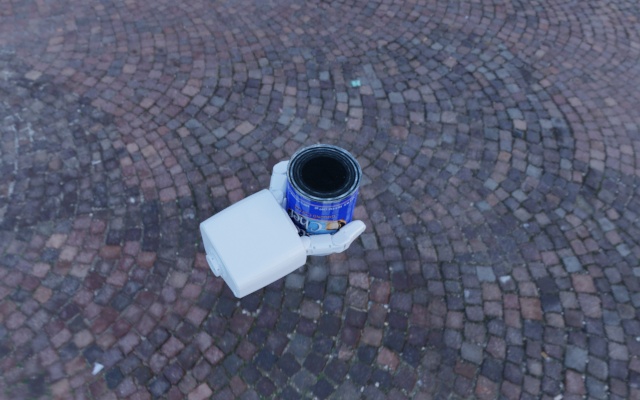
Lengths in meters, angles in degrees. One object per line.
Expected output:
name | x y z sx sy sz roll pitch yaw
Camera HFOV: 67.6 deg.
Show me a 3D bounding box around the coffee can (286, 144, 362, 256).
coffee can | 0.000 0.002 0.699 0.103 0.102 0.140 0 -36 -5
